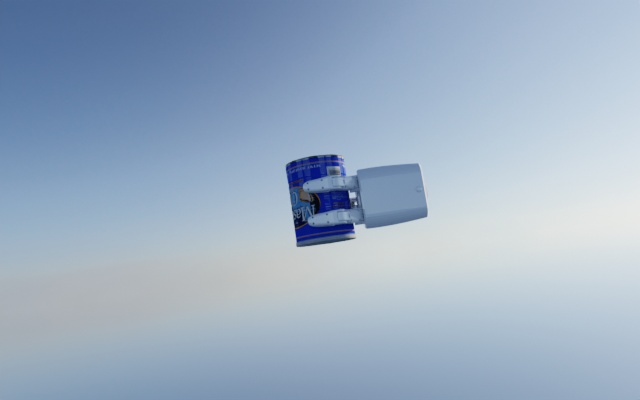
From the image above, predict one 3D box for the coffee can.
[{"bbox_3d":[0.000,0.003,0.812,0.103,0.140,0.103,-8,-8,-1],"label":"coffee can"}]
